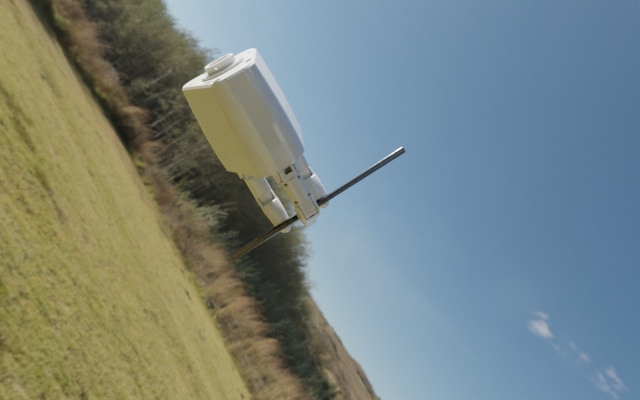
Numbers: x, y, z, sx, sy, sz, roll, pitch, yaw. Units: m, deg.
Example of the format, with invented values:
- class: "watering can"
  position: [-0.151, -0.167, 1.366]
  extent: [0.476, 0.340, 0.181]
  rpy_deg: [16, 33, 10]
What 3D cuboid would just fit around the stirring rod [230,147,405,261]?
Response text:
- class: "stirring rod"
  position: [0.000, 0.002, 0.561]
  extent: [0.239, 0.011, 0.011]
  rpy_deg: [-32, 5, -9]
